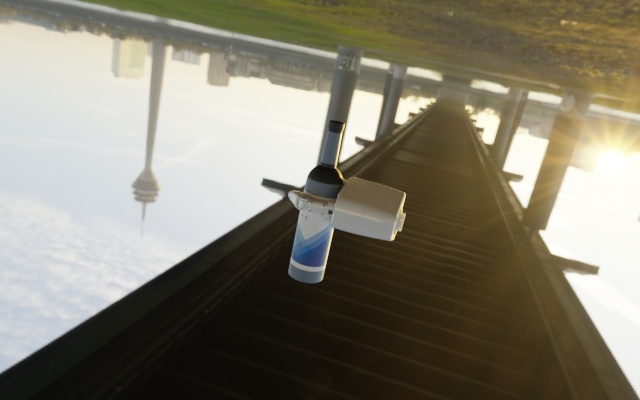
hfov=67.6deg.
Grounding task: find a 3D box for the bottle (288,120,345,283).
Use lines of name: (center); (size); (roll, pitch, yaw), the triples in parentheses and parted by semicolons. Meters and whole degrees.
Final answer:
bottle: (0.000, 0.003, 0.864); (0.069, 0.296, 0.069); (11, 16, -3)
